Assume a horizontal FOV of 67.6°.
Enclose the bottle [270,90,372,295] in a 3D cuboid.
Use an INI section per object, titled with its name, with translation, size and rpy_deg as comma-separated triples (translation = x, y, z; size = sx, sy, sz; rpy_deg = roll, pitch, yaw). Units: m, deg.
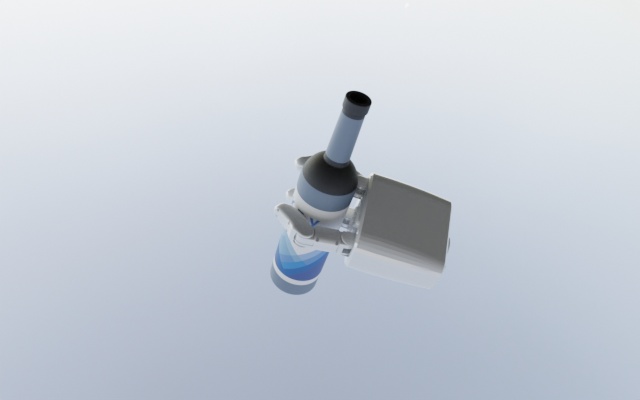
[bottle]
translation = 0.000, 0.002, 0.566
size = 0.069, 0.069, 0.296
rpy_deg = 0, -44, -21
